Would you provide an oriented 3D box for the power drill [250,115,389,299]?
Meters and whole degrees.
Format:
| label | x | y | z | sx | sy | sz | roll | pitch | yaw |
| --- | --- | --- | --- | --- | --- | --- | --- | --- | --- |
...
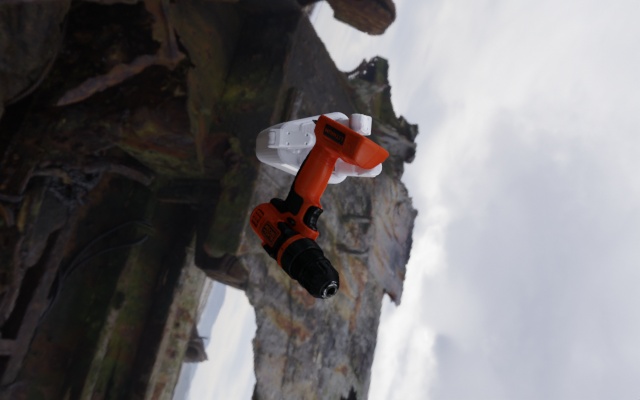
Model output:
| label | x | y | z | sx | sy | sz | roll | pitch | yaw |
| --- | --- | --- | --- | --- | --- | --- | --- | --- | --- |
| power drill | 0.000 | 0.001 | 0.577 | 0.057 | 0.187 | 0.184 | 26 | 10 | -43 |
